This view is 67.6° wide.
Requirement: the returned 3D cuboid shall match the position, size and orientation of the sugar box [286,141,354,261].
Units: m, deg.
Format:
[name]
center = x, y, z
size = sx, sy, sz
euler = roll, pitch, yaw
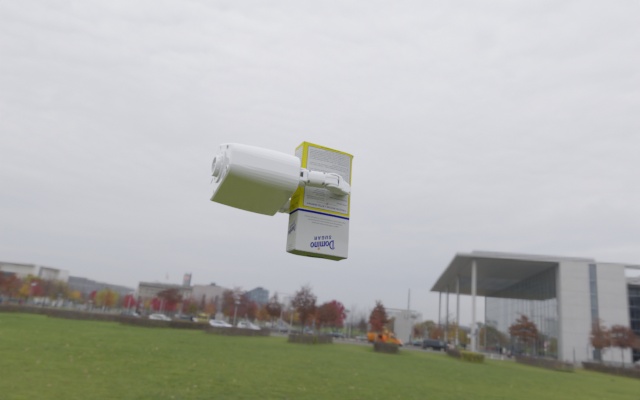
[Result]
[sugar box]
center = 0.000, 0.002, 0.760
size = 0.093, 0.176, 0.048
euler = 13, -16, -23
